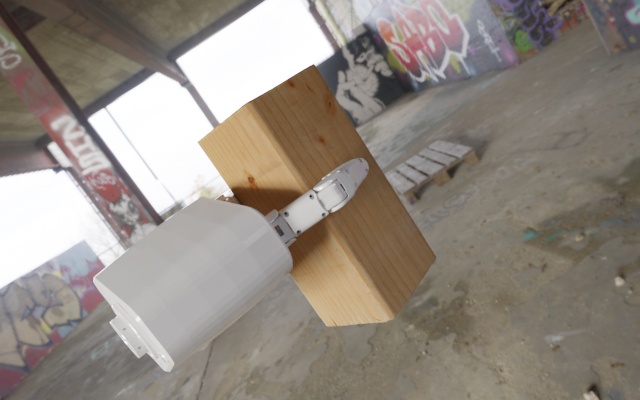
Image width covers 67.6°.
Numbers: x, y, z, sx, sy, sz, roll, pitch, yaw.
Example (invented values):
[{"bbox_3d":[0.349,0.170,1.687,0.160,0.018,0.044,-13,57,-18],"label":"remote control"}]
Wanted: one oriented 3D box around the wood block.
[{"bbox_3d":[0.000,0.001,0.425,0.091,0.206,0.090,-22,16,49],"label":"wood block"}]
